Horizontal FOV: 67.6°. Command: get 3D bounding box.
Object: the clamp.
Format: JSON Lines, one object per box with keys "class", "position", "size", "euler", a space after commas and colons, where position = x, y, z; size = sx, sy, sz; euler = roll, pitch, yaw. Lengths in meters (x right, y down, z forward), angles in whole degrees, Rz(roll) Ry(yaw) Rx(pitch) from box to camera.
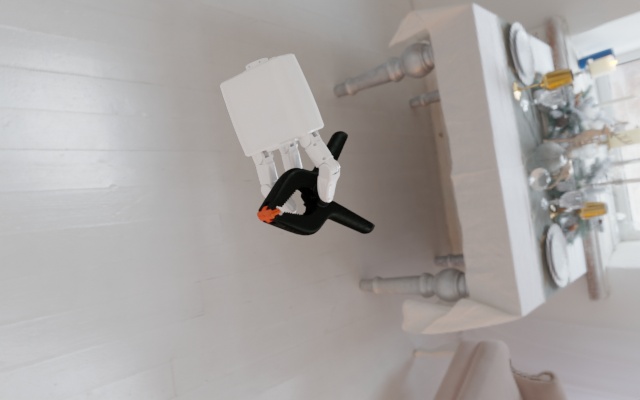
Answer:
{"class": "clamp", "position": [0.000, 0.002, 0.683], "size": [0.036, 0.164, 0.210], "euler": [-15, 11, 44]}
